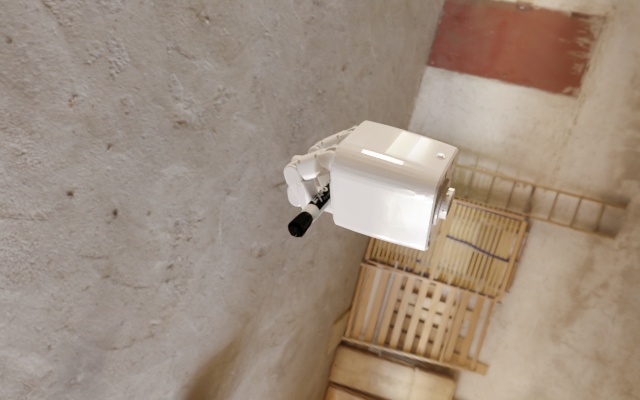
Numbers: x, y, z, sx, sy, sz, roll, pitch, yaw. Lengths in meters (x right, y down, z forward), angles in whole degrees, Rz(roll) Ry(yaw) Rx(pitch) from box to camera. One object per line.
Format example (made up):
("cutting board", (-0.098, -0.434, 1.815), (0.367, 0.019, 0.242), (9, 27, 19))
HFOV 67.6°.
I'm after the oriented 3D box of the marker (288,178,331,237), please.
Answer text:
("marker", (0.000, 0.002, 0.506), (0.020, 0.020, 0.121), (0, 29, 30))
